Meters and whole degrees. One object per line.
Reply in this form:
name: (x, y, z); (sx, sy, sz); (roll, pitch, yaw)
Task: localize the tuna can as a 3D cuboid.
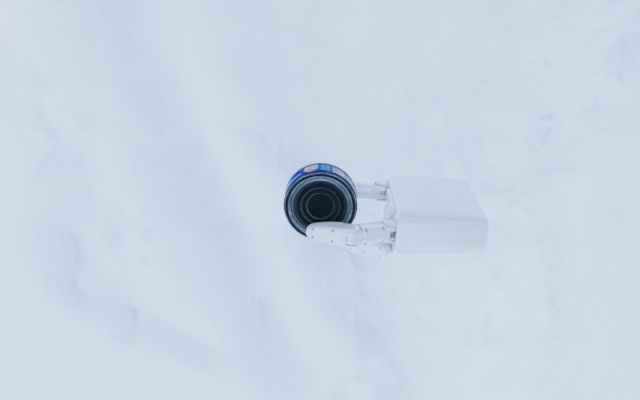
tuna can: (0.000, 0.002, 0.553); (0.086, 0.086, 0.033); (0, 21, 1)
